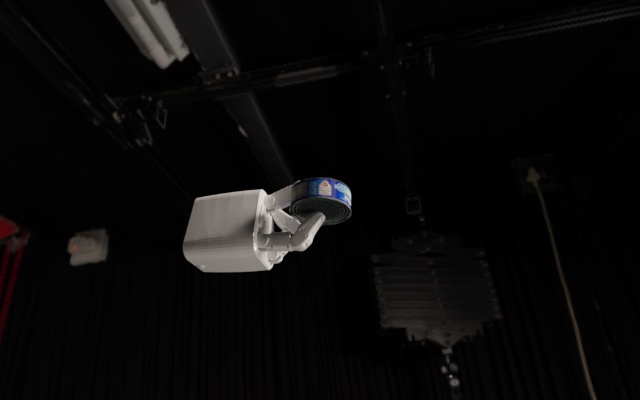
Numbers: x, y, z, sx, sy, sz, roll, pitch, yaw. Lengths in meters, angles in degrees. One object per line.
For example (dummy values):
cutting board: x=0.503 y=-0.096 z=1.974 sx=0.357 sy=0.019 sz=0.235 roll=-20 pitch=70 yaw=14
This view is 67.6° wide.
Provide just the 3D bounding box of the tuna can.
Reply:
tuna can: x=0.000 y=0.002 z=0.663 sx=0.086 sy=0.033 sz=0.086 roll=2 pitch=-27 yaw=1
